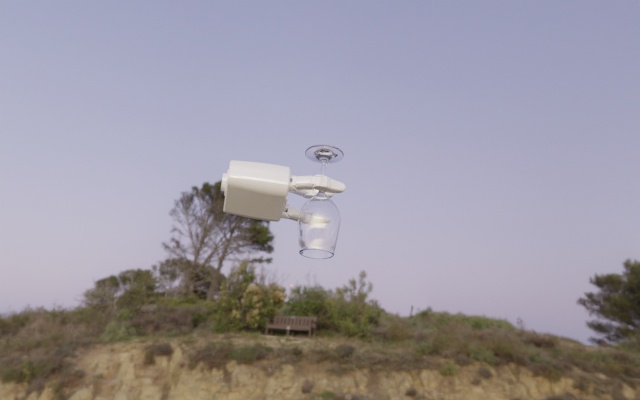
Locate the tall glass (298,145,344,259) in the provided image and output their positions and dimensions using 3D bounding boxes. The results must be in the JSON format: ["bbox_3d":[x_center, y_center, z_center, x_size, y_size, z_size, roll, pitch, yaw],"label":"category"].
[{"bbox_3d":[0.000,0.002,0.878,0.079,0.201,0.079,4,-22,1],"label":"tall glass"}]
